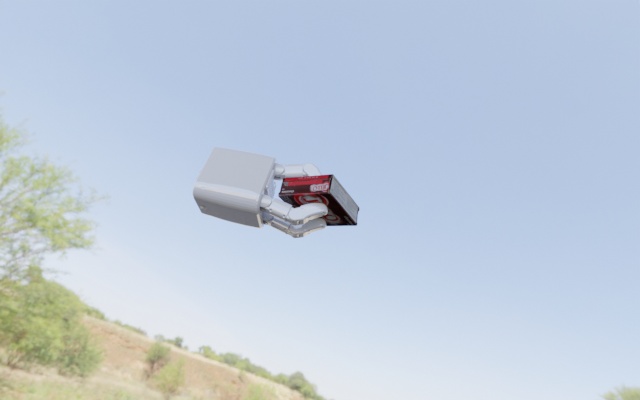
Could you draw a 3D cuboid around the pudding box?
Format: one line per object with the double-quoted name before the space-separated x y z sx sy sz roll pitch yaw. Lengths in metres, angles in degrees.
"pudding box" 0.000 0.002 0.759 0.090 0.039 0.113 -2 -27 29
